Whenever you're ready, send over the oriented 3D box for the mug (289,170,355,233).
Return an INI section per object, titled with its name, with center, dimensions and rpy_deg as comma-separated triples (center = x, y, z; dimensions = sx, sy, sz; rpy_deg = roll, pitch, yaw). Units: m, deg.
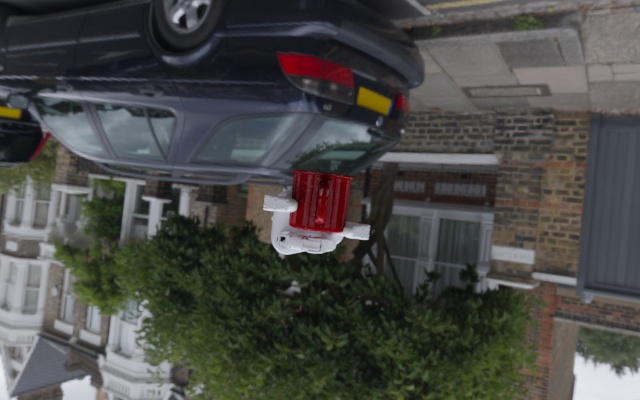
[mug]
center = 0.000, 0.002, 0.674
dimensions = 0.093, 0.081, 0.117
rpy_deg = 6, 0, -7
